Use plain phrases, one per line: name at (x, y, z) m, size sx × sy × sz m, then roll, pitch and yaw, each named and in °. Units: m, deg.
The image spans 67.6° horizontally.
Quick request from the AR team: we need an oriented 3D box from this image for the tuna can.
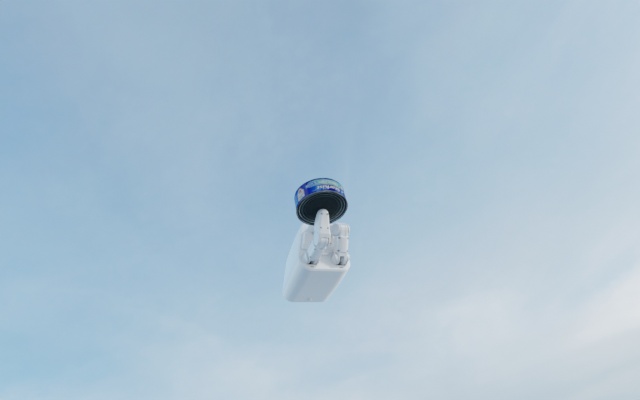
tuna can at (0.000, 0.002, 0.789) m, size 0.086 × 0.033 × 0.086 m, roll -7°, pitch -41°, yaw -6°
